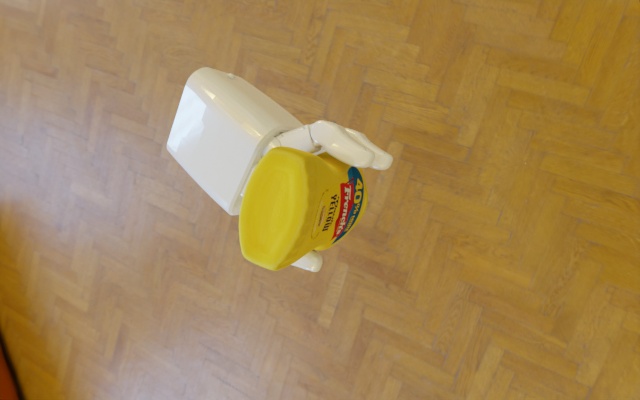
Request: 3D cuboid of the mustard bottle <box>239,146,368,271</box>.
[{"bbox_3d":[0.000,0.002,0.449,0.058,0.096,0.191,18,11,22],"label":"mustard bottle"}]
